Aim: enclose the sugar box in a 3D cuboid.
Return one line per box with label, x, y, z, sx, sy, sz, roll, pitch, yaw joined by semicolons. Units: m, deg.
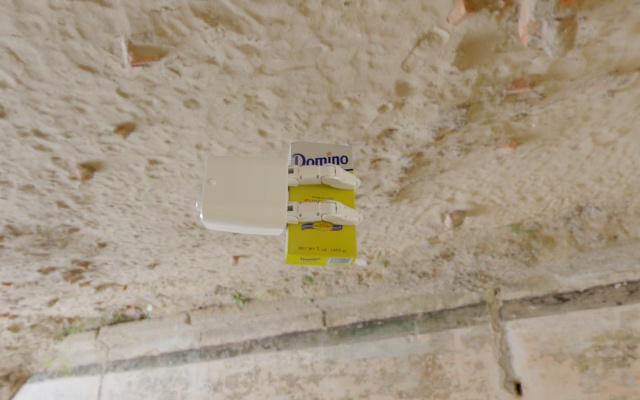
sugar box;0.000;0.002;0.661;0.093;0.176;0.048;3;-27;-8
